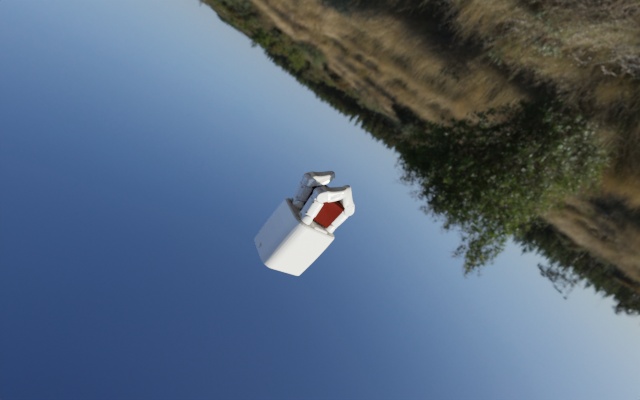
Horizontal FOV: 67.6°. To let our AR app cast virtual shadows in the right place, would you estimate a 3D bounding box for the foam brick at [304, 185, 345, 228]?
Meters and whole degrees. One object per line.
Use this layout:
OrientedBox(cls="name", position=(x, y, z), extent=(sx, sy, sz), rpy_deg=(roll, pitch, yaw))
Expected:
OrientedBox(cls="foam brick", position=(0.000, 0.003, 0.894), extent=(0.053, 0.051, 0.078), rpy_deg=(36, 13, -33))
